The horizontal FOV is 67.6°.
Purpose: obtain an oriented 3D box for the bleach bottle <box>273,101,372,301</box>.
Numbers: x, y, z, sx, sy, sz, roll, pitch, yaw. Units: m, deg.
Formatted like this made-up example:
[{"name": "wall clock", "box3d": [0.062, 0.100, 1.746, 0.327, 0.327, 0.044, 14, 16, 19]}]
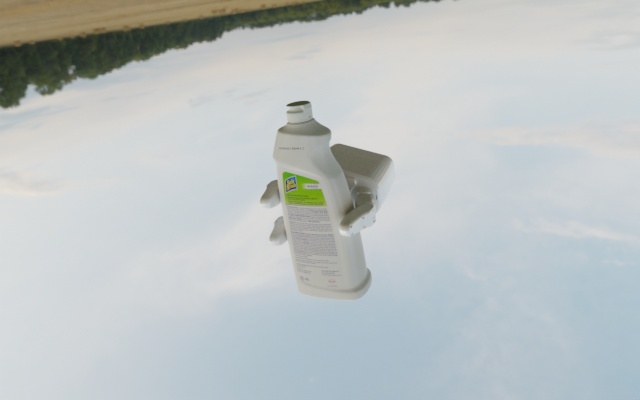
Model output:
[{"name": "bleach bottle", "box3d": [0.000, 0.002, 0.598, 0.102, 0.251, 0.068, 1, 24, 23]}]
